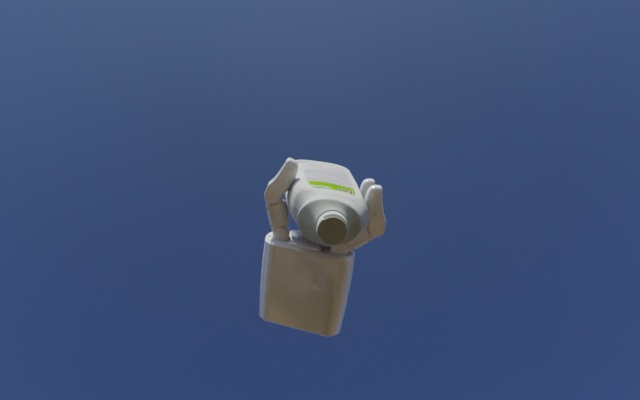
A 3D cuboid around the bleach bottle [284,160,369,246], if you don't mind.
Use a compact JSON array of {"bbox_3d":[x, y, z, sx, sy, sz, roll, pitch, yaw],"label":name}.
[{"bbox_3d":[0.000,0.002,0.576,0.102,0.068,0.250,6,12,-3],"label":"bleach bottle"}]
